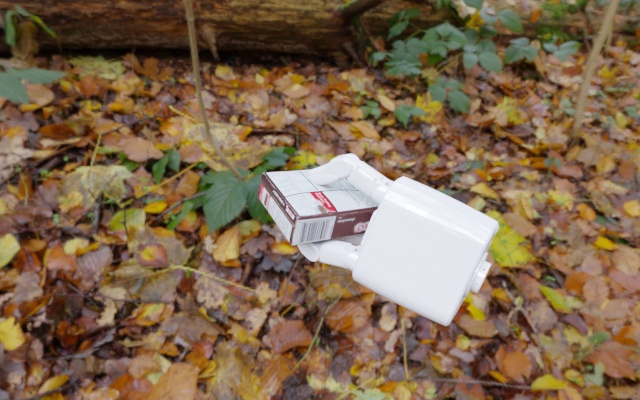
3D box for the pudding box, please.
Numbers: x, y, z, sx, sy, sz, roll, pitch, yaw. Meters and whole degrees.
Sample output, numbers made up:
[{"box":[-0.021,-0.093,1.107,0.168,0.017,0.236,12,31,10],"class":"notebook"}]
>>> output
[{"box":[0.000,0.002,0.528,0.113,0.039,0.090,-5,36,-32],"class":"pudding box"}]
